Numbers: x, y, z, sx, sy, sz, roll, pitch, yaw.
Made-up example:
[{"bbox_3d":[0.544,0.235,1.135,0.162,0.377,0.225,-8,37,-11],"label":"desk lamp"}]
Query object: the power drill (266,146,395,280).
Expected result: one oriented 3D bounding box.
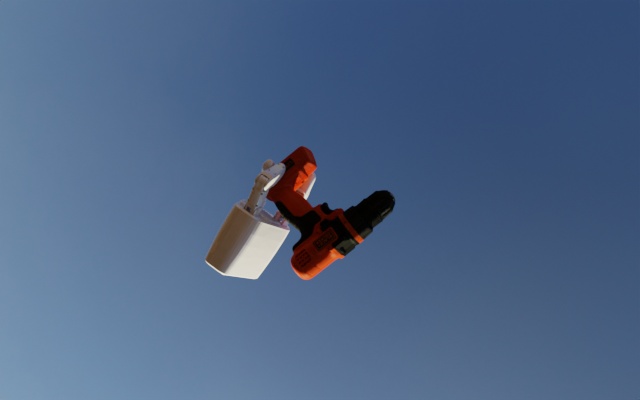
[{"bbox_3d":[0.000,0.002,0.744,0.184,0.187,0.057,-38,-32,4],"label":"power drill"}]
